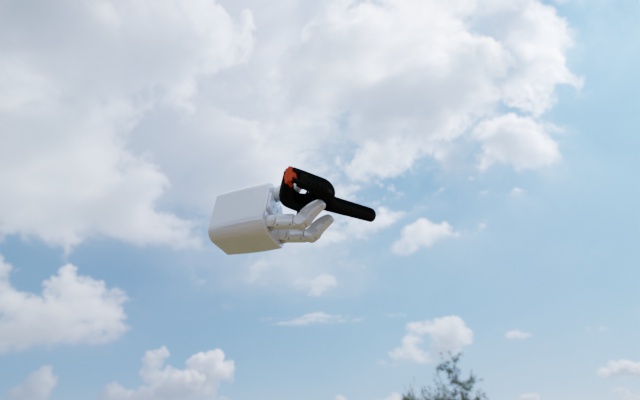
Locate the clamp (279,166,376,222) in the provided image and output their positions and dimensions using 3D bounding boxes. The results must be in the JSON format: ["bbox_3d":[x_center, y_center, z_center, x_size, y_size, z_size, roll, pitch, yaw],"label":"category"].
[{"bbox_3d":[0.000,0.002,0.820,0.164,0.036,0.210,-10,-30,13],"label":"clamp"}]
